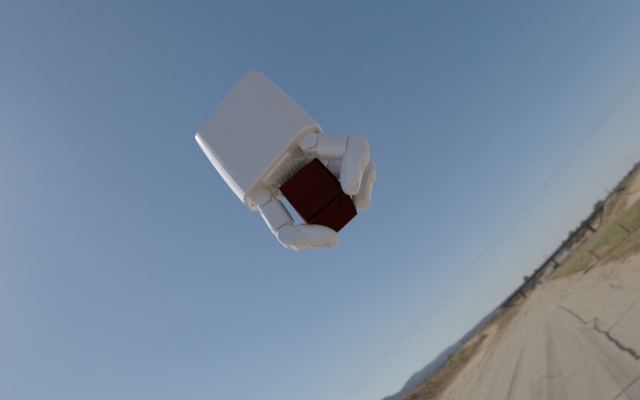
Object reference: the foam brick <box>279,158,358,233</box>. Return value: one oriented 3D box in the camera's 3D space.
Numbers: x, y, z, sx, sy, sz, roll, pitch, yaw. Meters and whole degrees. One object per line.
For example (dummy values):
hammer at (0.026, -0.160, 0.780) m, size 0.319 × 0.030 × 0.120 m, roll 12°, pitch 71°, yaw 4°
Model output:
foam brick at (0.000, 0.002, 0.511) m, size 0.053 × 0.051 × 0.078 m, roll -40°, pitch -24°, yaw -5°
